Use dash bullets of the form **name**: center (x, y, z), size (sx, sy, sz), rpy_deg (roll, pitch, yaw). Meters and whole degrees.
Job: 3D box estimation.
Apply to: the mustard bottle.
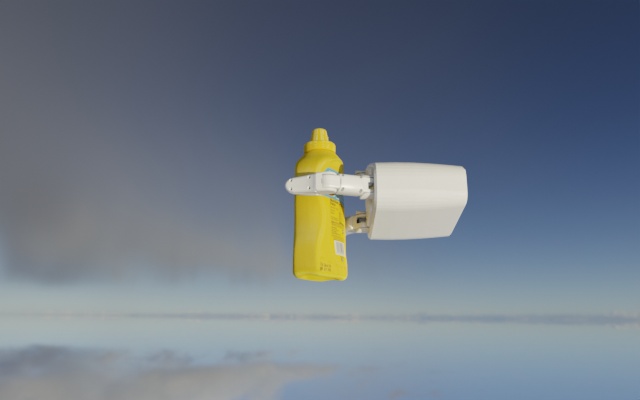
- **mustard bottle**: center (0.000, 0.002, 0.597), size (0.058, 0.191, 0.096), rpy_deg (-6, -15, 23)
